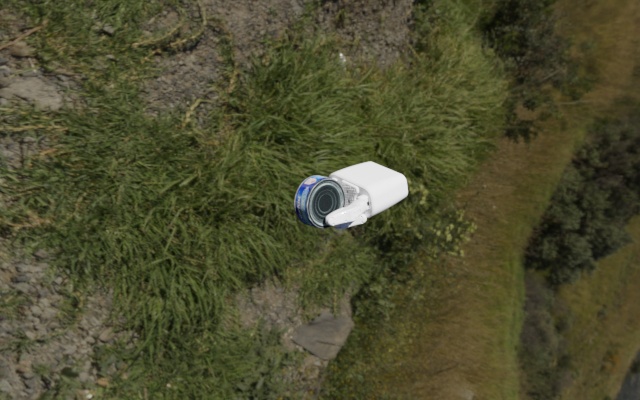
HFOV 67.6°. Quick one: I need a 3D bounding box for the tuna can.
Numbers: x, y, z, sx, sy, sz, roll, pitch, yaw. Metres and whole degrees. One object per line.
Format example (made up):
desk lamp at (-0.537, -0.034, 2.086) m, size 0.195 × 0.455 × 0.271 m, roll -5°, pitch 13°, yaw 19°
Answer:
tuna can at (0.000, 0.003, 0.789) m, size 0.086 × 0.086 × 0.033 m, roll 0°, pitch 9°, yaw -40°
